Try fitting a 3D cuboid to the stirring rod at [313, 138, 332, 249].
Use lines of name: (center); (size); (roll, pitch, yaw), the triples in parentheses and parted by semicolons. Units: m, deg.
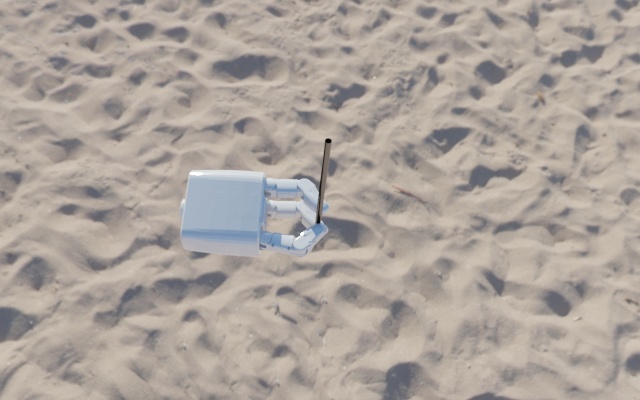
stirring rod: (0.000, 0.002, 0.633); (0.011, 0.011, 0.240); (0, -35, -5)
